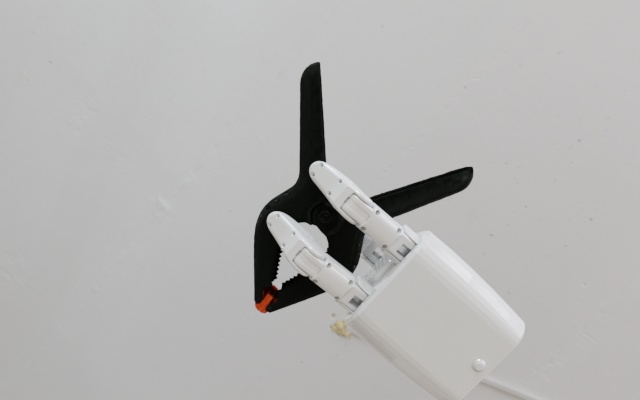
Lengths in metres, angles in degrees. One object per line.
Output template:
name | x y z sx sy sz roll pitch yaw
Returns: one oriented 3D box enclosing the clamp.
clamp | 0.000 0.002 0.408 0.164 0.210 0.036 42 8 1
